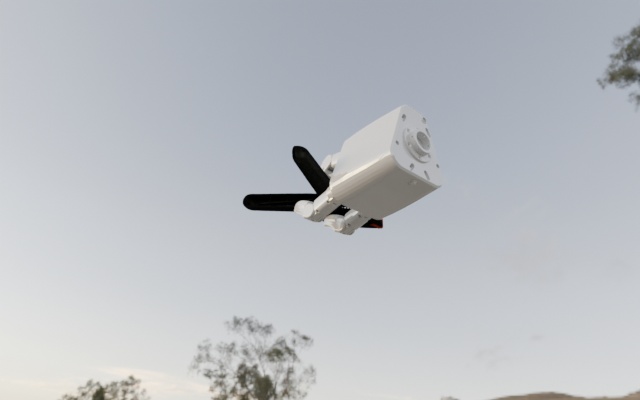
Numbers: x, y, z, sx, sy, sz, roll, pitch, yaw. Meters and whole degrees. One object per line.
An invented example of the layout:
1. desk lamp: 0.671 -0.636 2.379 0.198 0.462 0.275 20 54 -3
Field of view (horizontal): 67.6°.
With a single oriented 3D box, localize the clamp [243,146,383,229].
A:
1. clamp: 0.001 0.002 0.704 0.210 0.036 0.164 25 -36 -31
